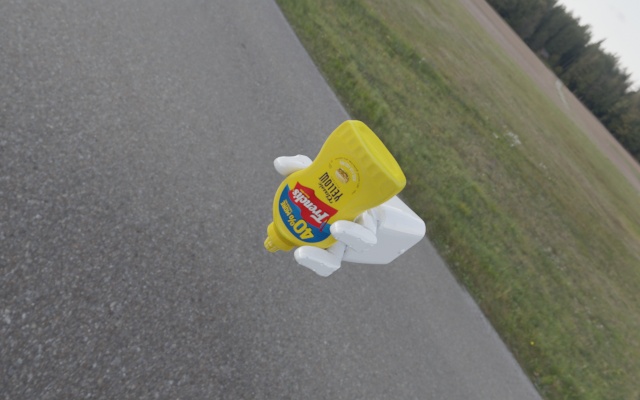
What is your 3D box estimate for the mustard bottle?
[{"bbox_3d":[0.000,0.002,0.558,0.192,0.096,0.058,-41,-11,27],"label":"mustard bottle"}]
